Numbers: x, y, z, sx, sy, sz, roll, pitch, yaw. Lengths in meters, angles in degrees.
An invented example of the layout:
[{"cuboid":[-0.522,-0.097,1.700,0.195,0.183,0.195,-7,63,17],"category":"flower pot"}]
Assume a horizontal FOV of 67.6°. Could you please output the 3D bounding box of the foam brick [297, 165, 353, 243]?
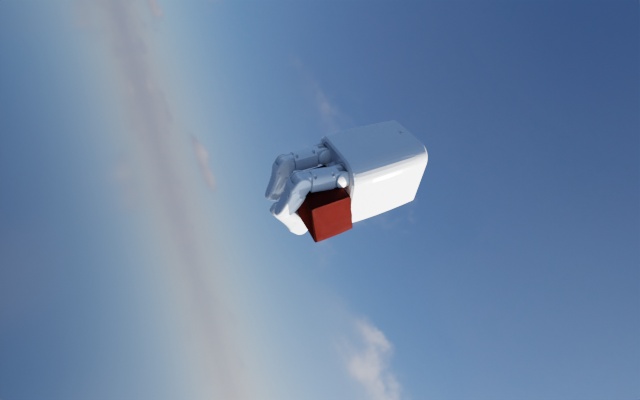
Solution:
[{"cuboid":[0.000,0.002,0.583,0.051,0.053,0.078,-18,41,-15],"category":"foam brick"}]
